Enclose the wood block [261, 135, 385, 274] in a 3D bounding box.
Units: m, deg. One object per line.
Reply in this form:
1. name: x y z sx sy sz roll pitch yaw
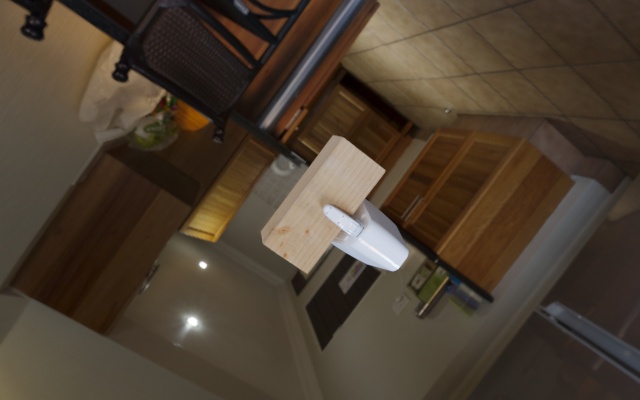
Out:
1. wood block: 0.000 0.003 0.782 0.090 0.206 0.091 36 2 -14
